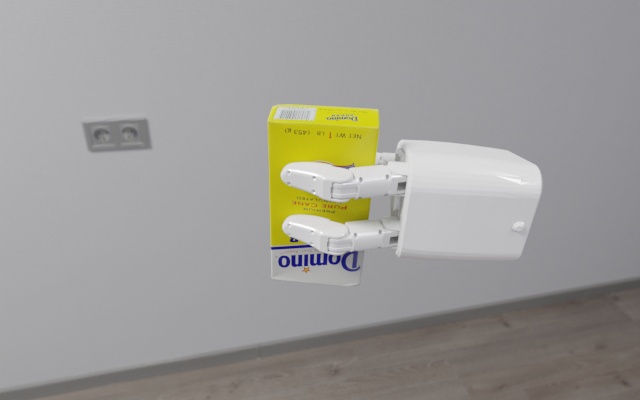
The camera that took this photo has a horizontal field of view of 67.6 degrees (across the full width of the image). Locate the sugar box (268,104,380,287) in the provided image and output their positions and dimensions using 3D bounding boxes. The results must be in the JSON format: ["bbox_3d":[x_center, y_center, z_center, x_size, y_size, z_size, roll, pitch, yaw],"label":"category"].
[{"bbox_3d":[0.000,0.002,0.443,0.093,0.176,0.048,4,32,4],"label":"sugar box"}]
